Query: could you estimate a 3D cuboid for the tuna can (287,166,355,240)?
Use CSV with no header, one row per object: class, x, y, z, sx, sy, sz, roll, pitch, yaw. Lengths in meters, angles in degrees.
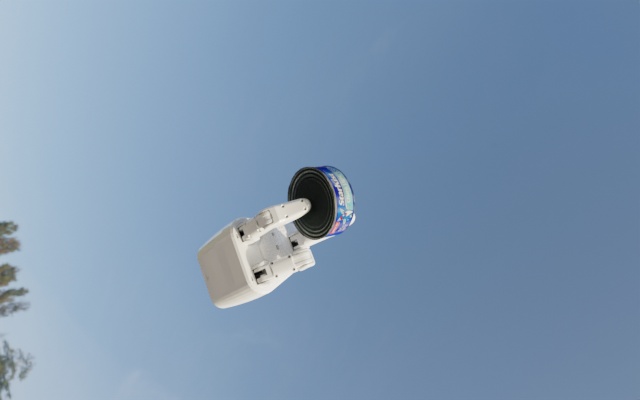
tuna can,0.001,0.002,0.562,0.034,0.086,0.086,-9,6,-41
